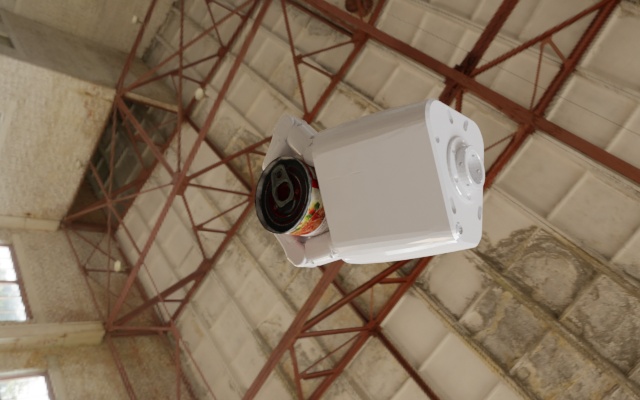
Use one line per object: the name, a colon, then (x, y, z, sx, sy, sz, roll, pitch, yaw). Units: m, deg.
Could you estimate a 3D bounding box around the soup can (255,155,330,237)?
soup can: (0.000, 0.002, 0.442, 0.068, 0.068, 0.102, 0, -8, 42)
